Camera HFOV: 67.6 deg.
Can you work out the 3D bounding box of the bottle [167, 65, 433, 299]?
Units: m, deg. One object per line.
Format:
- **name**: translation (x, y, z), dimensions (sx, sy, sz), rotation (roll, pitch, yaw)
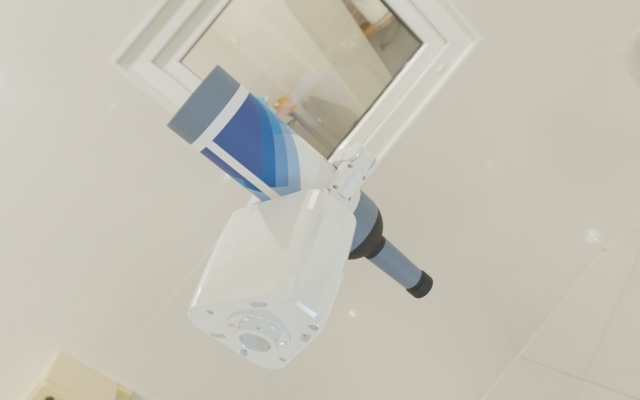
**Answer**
- **bottle**: translation (0.000, 0.001, 0.444), dimensions (0.296, 0.069, 0.069), rotation (40, -16, -20)
